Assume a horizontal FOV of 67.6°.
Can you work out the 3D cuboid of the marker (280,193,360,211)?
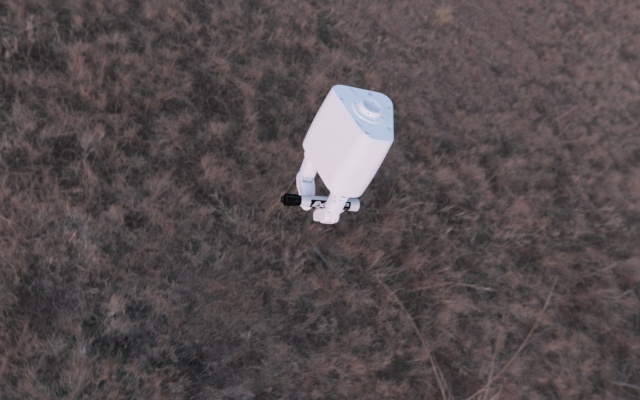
[{"bbox_3d":[0.000,0.002,0.696,0.121,0.020,0.020,5,-2,-24],"label":"marker"}]
